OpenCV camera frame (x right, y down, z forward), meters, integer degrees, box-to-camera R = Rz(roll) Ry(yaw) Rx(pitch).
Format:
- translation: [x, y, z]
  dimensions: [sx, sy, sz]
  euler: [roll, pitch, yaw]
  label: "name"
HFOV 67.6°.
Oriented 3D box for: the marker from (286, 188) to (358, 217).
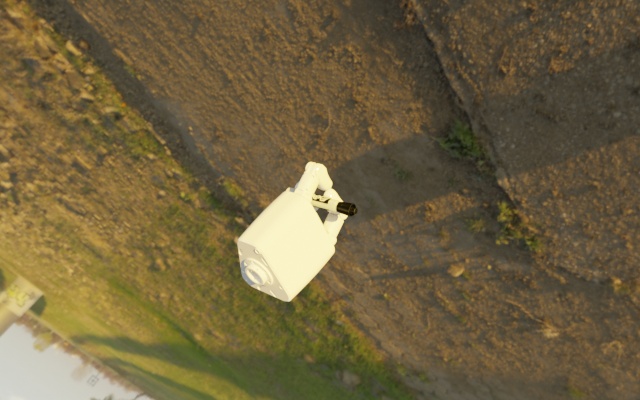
- translation: [0.000, 0.002, 0.682]
  dimensions: [0.121, 0.020, 0.020]
  euler: [15, 8, 35]
  label: "marker"
